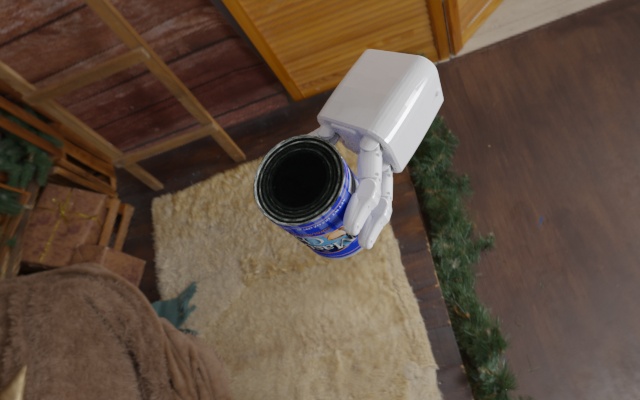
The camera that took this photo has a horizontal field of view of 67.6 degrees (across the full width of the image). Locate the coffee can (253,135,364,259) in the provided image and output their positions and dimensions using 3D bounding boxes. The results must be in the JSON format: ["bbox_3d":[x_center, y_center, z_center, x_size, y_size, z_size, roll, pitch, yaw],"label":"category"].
[{"bbox_3d":[0.000,0.002,0.552,0.103,0.102,0.140,0,-20,21],"label":"coffee can"}]
